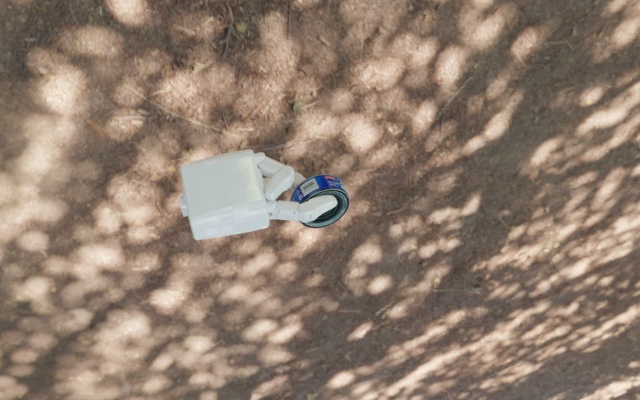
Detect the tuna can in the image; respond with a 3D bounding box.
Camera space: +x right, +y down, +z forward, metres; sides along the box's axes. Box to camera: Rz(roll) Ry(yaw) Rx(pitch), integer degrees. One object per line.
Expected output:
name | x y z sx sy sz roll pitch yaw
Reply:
tuna can | 0.000 0.003 0.722 0.086 0.086 0.033 0 43 -27
